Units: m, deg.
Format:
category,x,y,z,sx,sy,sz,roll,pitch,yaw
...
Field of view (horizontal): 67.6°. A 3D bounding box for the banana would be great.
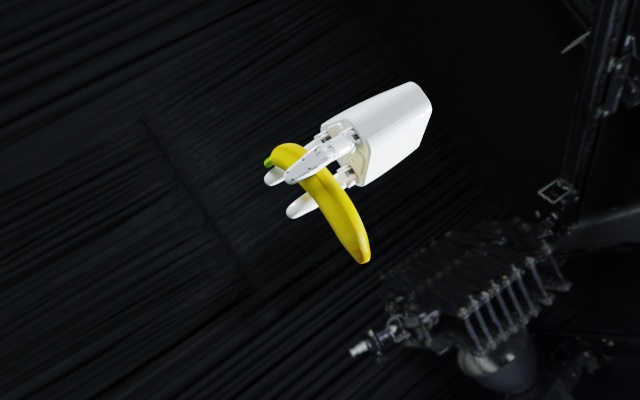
category,x,y,z,sx,sy,sz,roll,pitch,yaw
banana,-0.002,-0.011,0.578,0.037,0.197,0.070,-33,-27,-21
